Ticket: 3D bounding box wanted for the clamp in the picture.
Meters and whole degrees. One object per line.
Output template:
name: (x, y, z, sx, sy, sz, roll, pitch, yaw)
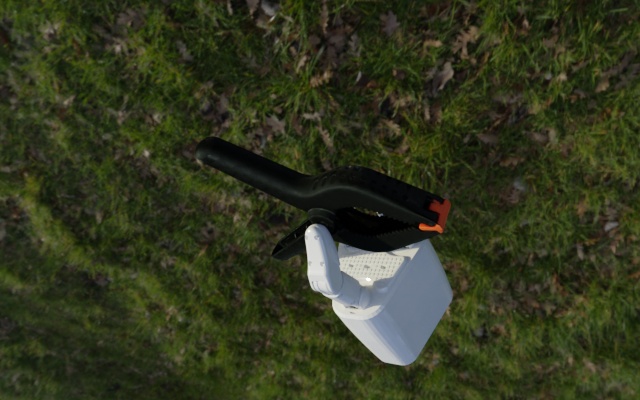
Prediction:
clamp: (0.000, 0.002, 0.405, 0.210, 0.036, 0.165, -2, -41, 36)
